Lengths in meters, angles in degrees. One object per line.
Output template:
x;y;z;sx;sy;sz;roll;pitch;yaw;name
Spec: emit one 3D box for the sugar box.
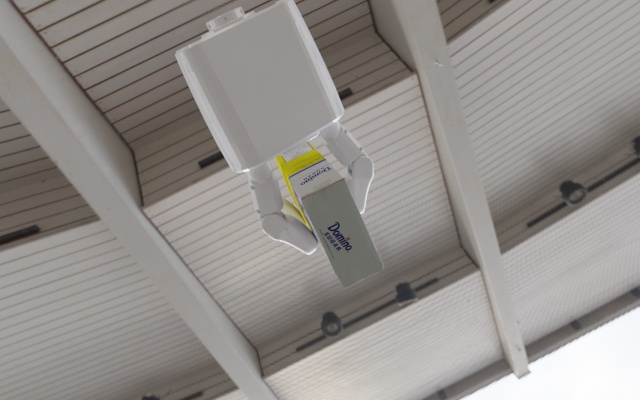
-0.001;0.002;0.463;0.048;0.093;0.176;-26;22;-1;sugar box
